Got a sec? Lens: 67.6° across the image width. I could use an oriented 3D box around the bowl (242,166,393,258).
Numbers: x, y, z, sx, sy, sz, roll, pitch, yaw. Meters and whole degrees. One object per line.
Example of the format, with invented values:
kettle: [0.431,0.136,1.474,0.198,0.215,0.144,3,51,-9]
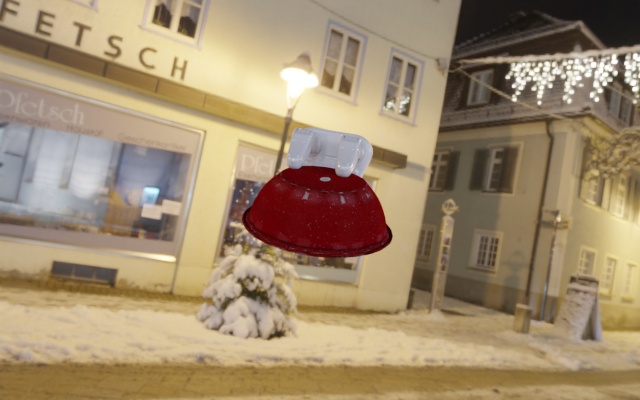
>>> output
bowl: [0.000,0.002,0.503,0.162,0.055,0.162,7,19,-2]
